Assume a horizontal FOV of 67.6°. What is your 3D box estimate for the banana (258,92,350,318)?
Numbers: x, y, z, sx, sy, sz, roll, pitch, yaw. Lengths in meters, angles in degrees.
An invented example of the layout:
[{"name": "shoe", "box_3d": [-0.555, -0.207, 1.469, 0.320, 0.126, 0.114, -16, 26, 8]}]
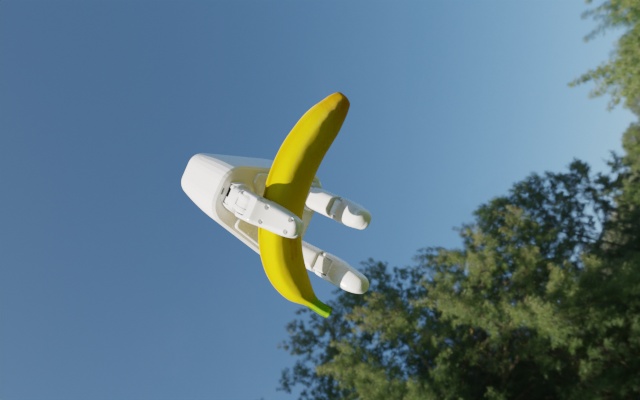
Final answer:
[{"name": "banana", "box_3d": [-0.018, 0.004, 0.414, 0.069, 0.198, 0.037, 2, 11, -18]}]
